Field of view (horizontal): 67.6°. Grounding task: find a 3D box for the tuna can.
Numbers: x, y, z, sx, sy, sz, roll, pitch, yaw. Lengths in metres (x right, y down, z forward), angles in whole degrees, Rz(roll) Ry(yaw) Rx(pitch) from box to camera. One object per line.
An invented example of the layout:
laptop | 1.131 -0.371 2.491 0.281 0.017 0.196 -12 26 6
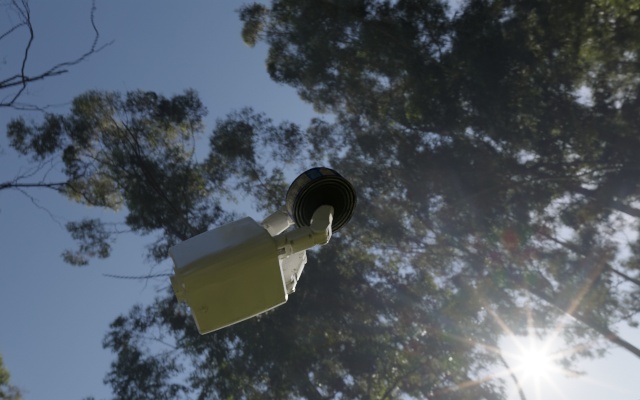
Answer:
tuna can | 0.000 0.002 0.600 0.086 0.086 0.033 0 26 -26
